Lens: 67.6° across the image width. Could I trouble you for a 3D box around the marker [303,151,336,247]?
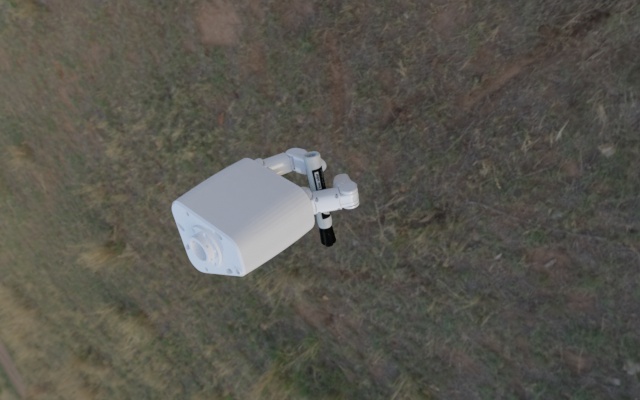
[{"bbox_3d":[0.000,0.002,0.553,0.020,0.121,0.020,-9,28,5],"label":"marker"}]
